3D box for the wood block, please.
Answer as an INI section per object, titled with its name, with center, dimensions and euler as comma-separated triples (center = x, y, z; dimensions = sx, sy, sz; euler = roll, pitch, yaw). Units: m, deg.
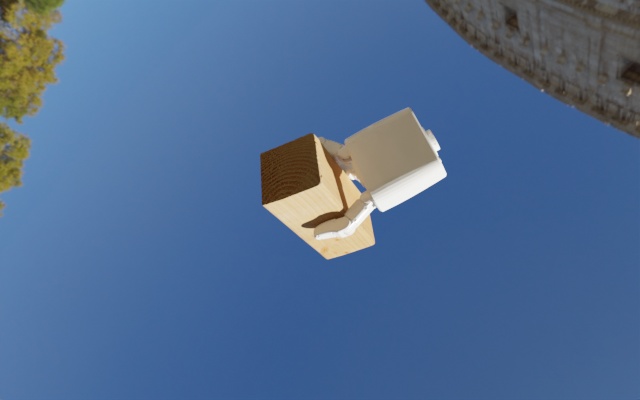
[wood block]
center = 0.001, 0.003, 0.724
dimensions = 0.090, 0.090, 0.206
euler = -19, -35, 18
